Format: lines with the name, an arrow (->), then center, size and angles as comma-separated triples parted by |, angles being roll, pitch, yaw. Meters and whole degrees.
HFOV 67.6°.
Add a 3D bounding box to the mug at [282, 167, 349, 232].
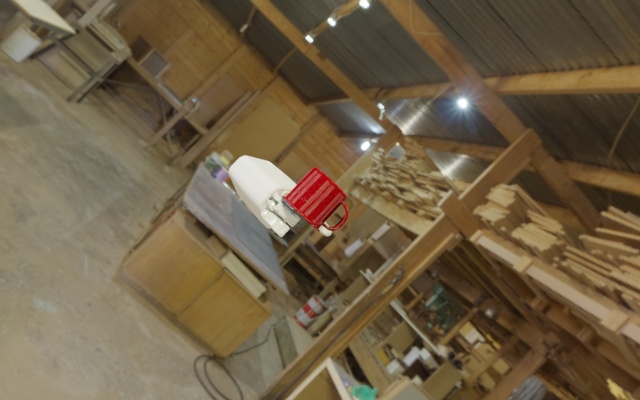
mug -> 0.001, 0.004, 0.850 | 0.117, 0.081, 0.093 | 43, -1, 21
